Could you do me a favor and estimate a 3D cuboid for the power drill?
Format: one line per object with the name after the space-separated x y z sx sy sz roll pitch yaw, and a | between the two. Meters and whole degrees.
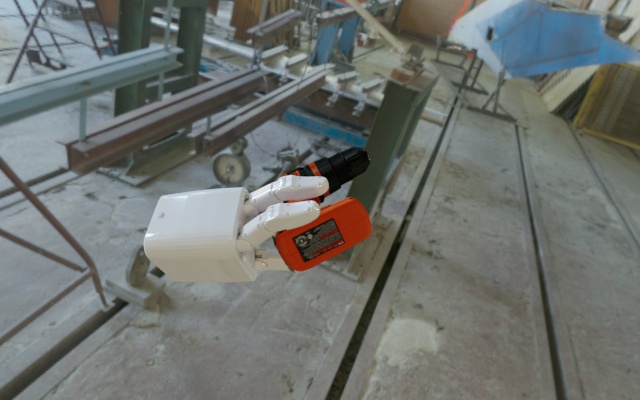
0.000 0.002 0.599 0.184 0.057 0.187 -29 22 -1 | power drill
